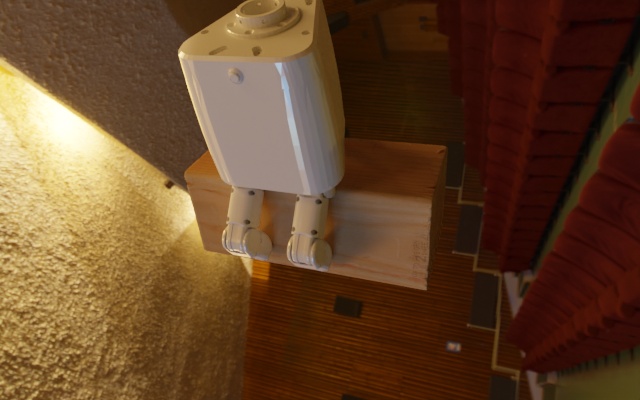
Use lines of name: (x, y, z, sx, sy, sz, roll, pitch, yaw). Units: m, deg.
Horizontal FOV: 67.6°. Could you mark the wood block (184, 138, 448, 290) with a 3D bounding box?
wood block: (0.000, 0.001, 0.424, 0.206, 0.090, 0.090, 8, 36, 19)
